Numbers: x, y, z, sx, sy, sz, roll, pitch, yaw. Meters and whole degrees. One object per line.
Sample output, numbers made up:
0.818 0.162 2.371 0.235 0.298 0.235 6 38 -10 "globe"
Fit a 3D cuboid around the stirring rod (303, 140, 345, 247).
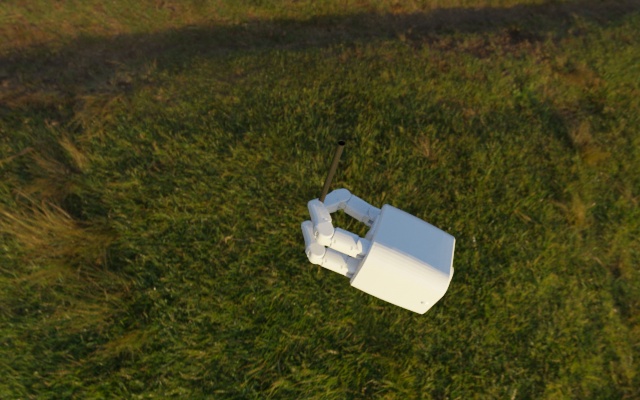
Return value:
0.000 0.002 0.616 0.011 0.011 0.240 0 -32 -13 "stirring rod"
